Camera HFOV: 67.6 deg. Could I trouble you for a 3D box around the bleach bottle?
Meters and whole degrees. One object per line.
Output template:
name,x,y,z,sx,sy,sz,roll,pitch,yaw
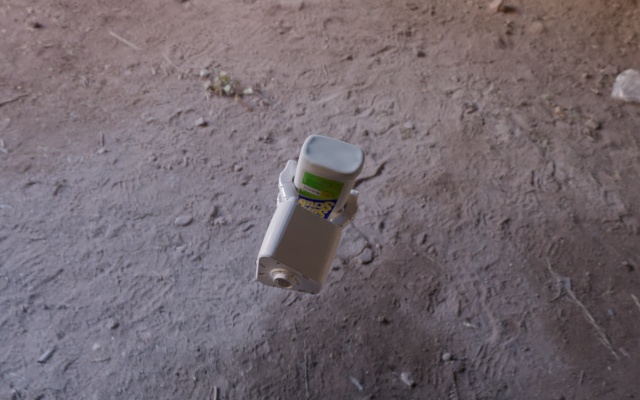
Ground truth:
bleach bottle,0.000,0.003,0.826,0.102,0.068,0.251,18,-39,4
